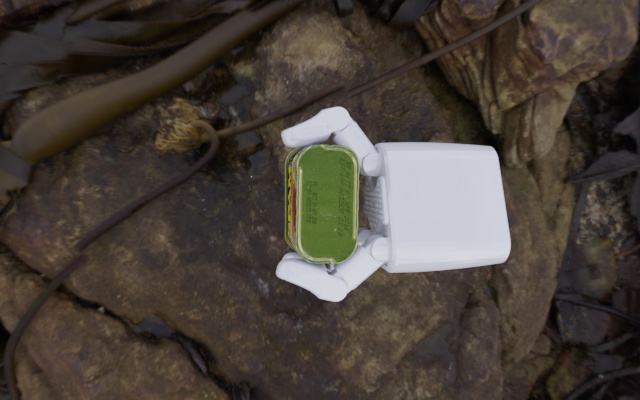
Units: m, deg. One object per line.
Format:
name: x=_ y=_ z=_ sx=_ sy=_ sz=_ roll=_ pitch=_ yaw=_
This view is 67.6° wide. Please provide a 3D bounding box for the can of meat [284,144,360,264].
can of meat: x=0.000 y=0.001 z=0.419 sx=0.057 sy=0.102 sz=0.084 roll=0 pitch=3 yaw=-9
